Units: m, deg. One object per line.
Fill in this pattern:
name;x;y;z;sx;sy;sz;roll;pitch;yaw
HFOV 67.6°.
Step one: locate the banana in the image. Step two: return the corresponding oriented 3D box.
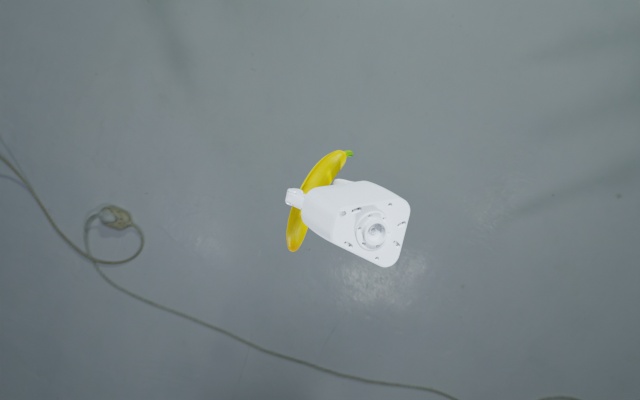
banana;-0.008;-0.007;0.777;0.037;0.198;0.070;30;-4;40
